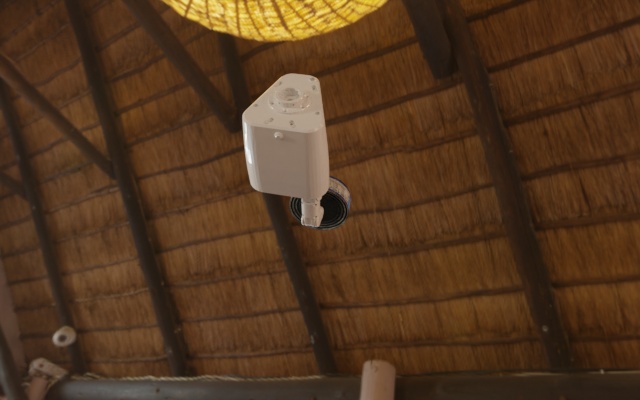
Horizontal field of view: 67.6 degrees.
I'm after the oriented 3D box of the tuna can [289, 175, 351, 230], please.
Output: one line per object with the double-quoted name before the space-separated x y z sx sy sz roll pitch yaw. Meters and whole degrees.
"tuna can" 0.000 0.002 0.686 0.086 0.033 0.086 7 -44 7
